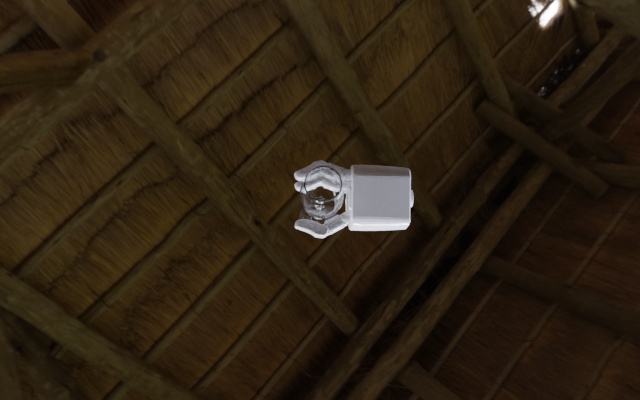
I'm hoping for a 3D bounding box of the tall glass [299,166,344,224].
[{"bbox_3d":[0.000,0.003,0.863,0.079,0.079,0.201,0,-18,-2],"label":"tall glass"}]
